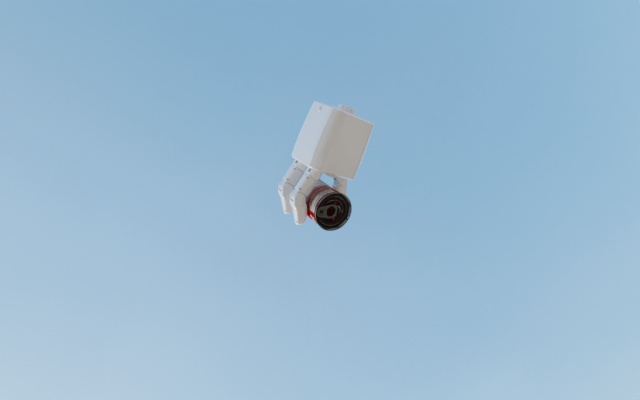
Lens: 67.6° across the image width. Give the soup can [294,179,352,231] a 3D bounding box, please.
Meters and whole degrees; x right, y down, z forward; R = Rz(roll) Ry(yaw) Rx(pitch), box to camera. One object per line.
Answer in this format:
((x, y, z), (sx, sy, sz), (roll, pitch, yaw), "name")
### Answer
((0.000, 0.003, 0.831), (0.068, 0.068, 0.102), (0, 19, -28), "soup can")
